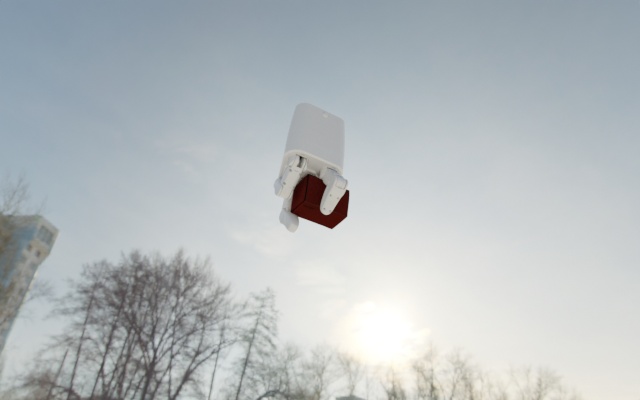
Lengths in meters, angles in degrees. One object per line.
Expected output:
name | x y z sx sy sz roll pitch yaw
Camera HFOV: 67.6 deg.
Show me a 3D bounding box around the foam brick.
foam brick | 0.000 0.003 0.753 0.078 0.051 0.053 22 -35 -22
